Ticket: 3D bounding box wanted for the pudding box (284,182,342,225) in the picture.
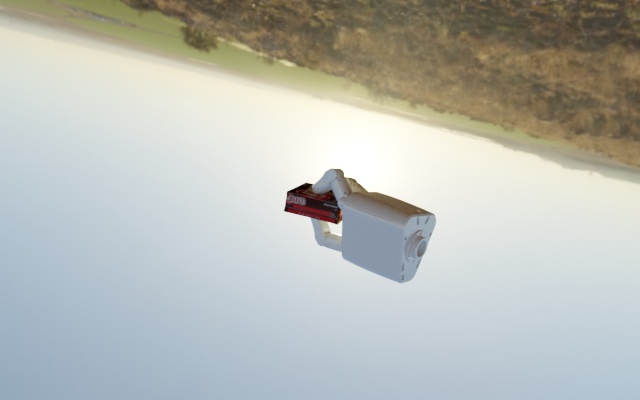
[{"bbox_3d":[0.000,0.003,0.776,0.090,0.039,0.113,14,10,11],"label":"pudding box"}]
